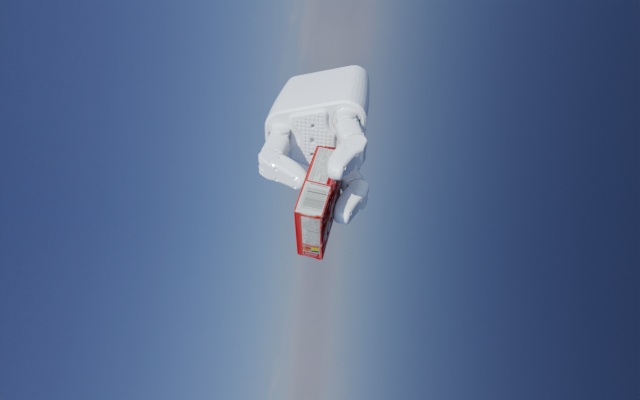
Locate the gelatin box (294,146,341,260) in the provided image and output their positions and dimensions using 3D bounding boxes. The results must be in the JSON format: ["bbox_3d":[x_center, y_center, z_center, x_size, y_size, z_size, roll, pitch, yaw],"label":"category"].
[{"bbox_3d":[0.000,0.002,0.474,0.030,0.089,0.073,11,-37,8],"label":"gelatin box"}]
